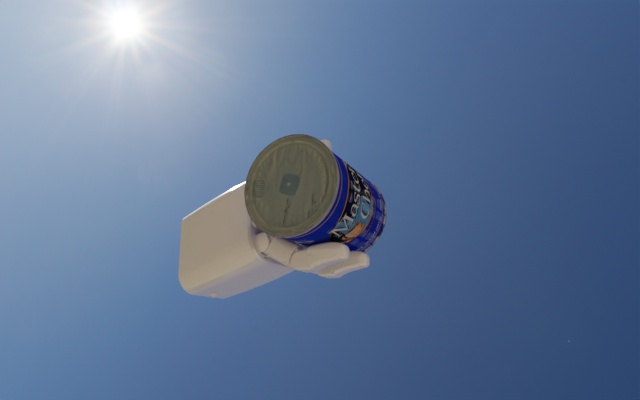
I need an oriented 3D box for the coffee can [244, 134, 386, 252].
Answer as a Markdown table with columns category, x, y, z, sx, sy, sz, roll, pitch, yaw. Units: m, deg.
| category | x | y | z | sx | sy | sz | roll | pitch | yaw |
| --- | --- | --- | --- | --- | --- | --- | --- | --- | --- |
| coffee can | 0.000 | 0.002 | 0.515 | 0.103 | 0.102 | 0.140 | 0 | -15 | 27 |
